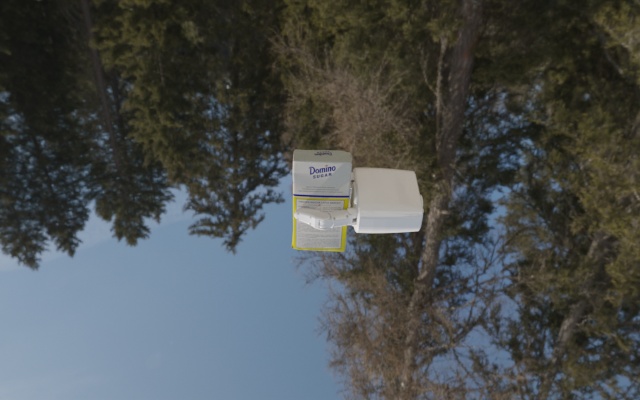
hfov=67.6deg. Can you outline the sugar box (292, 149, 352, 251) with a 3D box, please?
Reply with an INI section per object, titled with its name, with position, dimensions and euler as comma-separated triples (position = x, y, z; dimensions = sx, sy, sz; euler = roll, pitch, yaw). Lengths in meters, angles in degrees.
[sugar box]
position = 0.000, 0.002, 0.790
dimensions = 0.093, 0.176, 0.048
euler = 2, 31, -1
